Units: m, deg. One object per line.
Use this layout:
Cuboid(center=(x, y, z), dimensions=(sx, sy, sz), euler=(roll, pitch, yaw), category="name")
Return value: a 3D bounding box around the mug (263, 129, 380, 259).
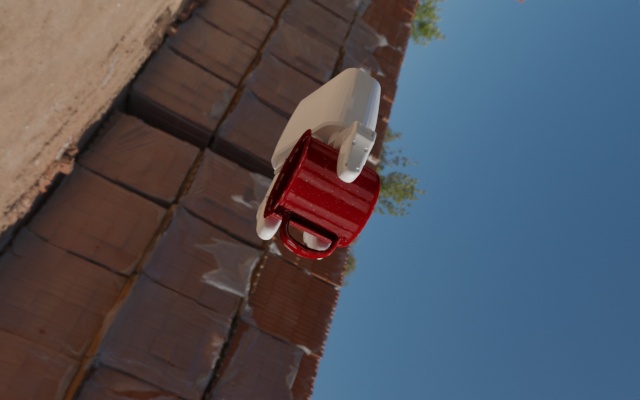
Cuboid(center=(0.000, 0.003, 0.443), dimensions=(0.081, 0.117, 0.093), euler=(27, -39, -12), category="mug")
